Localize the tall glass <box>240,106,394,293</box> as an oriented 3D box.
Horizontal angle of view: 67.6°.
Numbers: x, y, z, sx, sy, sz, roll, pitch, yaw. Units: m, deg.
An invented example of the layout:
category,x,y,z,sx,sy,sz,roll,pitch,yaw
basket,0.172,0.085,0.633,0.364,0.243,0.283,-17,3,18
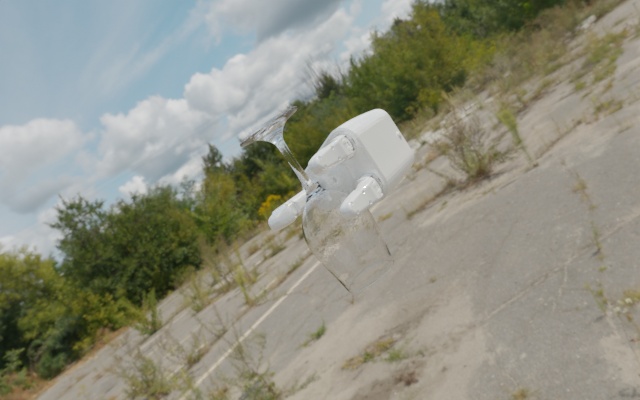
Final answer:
category,x,y,z,sx,sy,sz,roll,pitch,yaw
tall glass,0.000,0.001,0.522,0.079,0.201,0.079,-34,4,3
